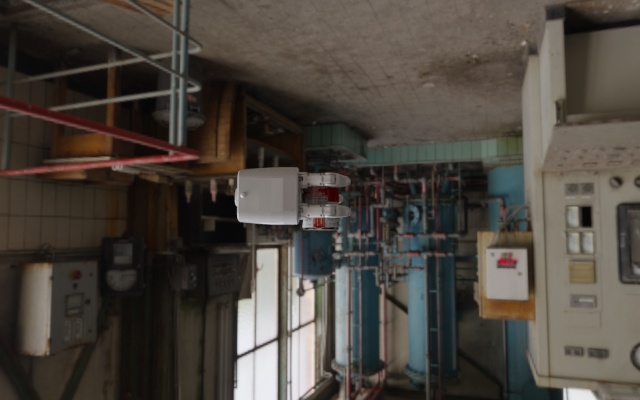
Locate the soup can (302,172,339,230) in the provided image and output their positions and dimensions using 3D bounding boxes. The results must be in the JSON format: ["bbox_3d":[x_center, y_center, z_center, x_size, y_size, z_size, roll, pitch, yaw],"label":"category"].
[{"bbox_3d":[0.001,0.003,0.871,0.068,0.102,0.068,0,-4,0],"label":"soup can"}]
